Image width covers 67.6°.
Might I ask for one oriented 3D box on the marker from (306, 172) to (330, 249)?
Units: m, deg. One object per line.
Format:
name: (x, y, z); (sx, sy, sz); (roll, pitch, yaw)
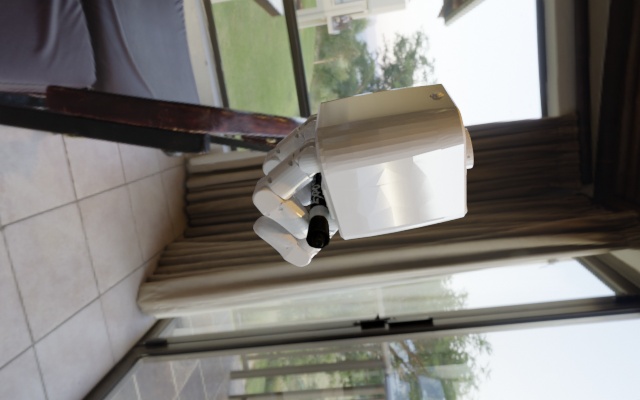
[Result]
marker: (0.000, 0.001, 0.412); (0.020, 0.020, 0.121); (0, 31, 2)
